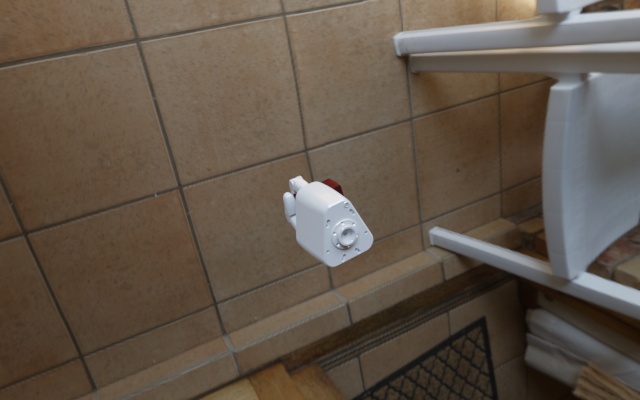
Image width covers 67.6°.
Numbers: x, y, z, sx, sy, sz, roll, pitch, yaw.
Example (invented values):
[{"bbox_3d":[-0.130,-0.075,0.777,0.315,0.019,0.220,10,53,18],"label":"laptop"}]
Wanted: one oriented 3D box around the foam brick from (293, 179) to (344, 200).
[{"bbox_3d":[0.000,0.003,0.861,0.078,0.053,0.051,-25,24,-18],"label":"foam brick"}]
